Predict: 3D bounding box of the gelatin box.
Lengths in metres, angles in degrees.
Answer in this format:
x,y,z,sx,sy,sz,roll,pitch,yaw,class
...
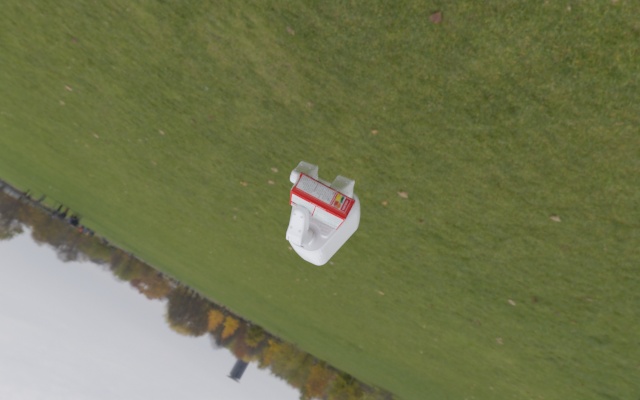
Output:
x,y,z,sx,sy,sz,roll,pitch,yaw,class
0.000,0.002,0.597,0.073,0.030,0.089,28,-12,1,gelatin box
